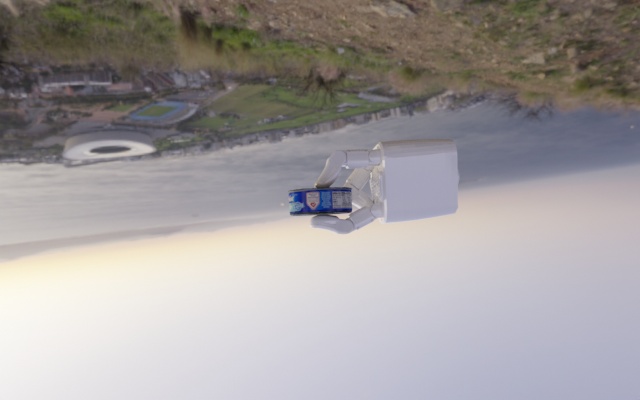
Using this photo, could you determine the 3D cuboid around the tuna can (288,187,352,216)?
[{"bbox_3d":[0.000,0.003,0.640,0.086,0.034,0.086,-3,-3,0],"label":"tuna can"}]
